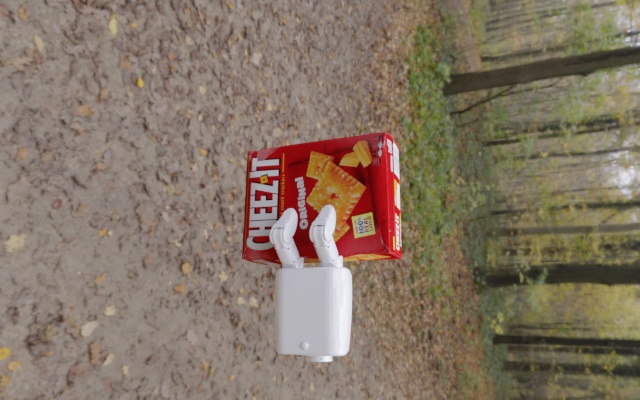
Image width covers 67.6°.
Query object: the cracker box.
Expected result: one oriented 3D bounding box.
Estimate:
[{"bbox_3d":[0.000,0.002,0.663,0.214,0.164,0.072,-5,-16,22],"label":"cracker box"}]
